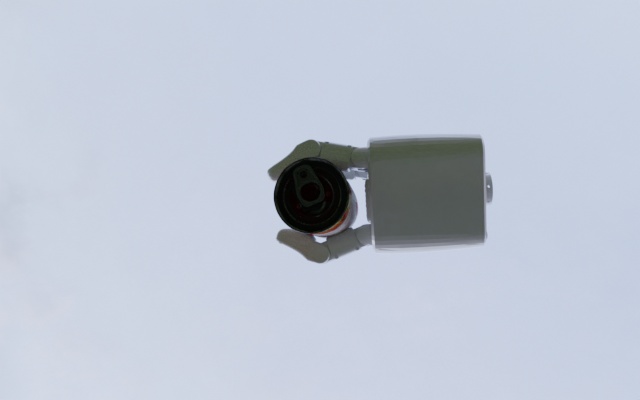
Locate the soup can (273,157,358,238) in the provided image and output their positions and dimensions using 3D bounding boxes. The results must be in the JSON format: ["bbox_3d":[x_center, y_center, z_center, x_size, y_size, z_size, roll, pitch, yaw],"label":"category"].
[{"bbox_3d":[0.000,0.002,0.465,0.068,0.068,0.102,0,-7,10],"label":"soup can"}]
